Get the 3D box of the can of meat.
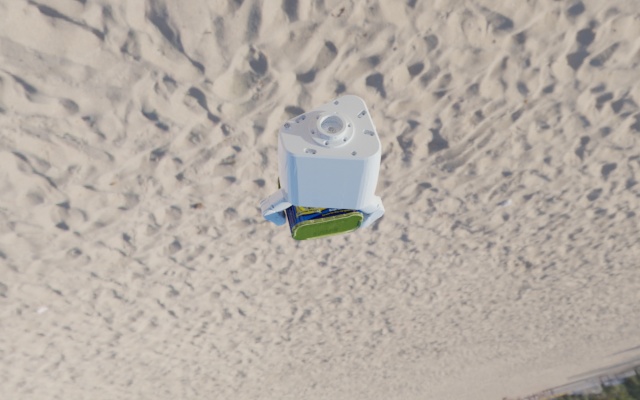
[{"bbox_3d":[0.000,0.002,0.647,0.102,0.084,0.057,-10,-29,-10],"label":"can of meat"}]
